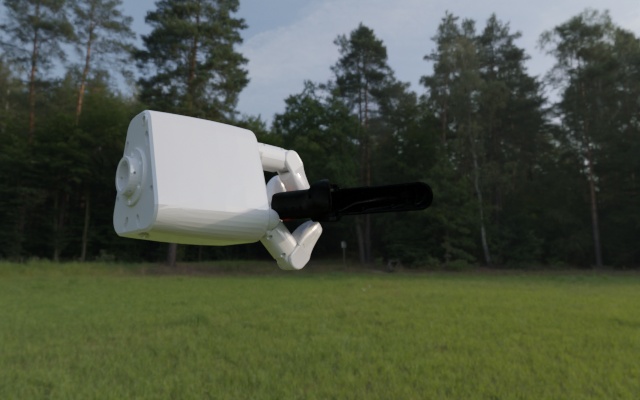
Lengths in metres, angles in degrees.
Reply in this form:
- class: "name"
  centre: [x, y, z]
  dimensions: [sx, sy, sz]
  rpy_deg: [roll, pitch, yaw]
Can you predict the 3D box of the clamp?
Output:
- class: "clamp"
  centre: [0.000, 0.001, 0.433]
  dimensions: [0.120, 0.039, 0.171]
  rpy_deg: [8, -12, -42]
